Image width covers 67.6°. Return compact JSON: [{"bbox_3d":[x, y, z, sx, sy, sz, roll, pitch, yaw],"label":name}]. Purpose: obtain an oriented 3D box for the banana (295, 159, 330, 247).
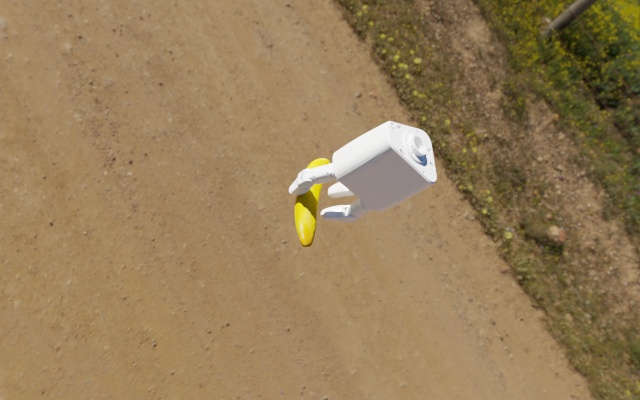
[{"bbox_3d":[-0.010,-0.013,0.793,0.037,0.070,0.197,-20,31,33],"label":"banana"}]
